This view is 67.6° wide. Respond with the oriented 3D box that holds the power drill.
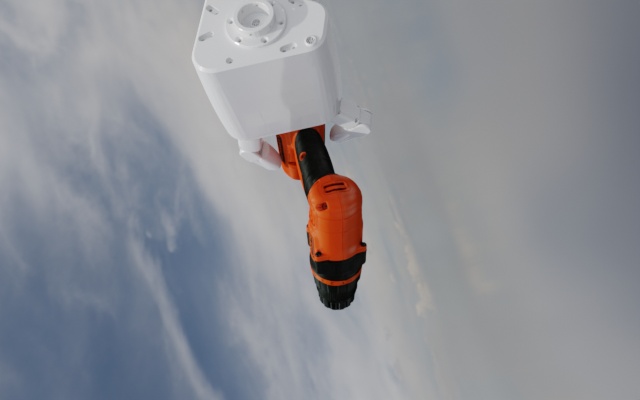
[{"bbox_3d":[0.000,0.001,0.503,0.057,0.187,0.185,-12,-41,-10],"label":"power drill"}]
